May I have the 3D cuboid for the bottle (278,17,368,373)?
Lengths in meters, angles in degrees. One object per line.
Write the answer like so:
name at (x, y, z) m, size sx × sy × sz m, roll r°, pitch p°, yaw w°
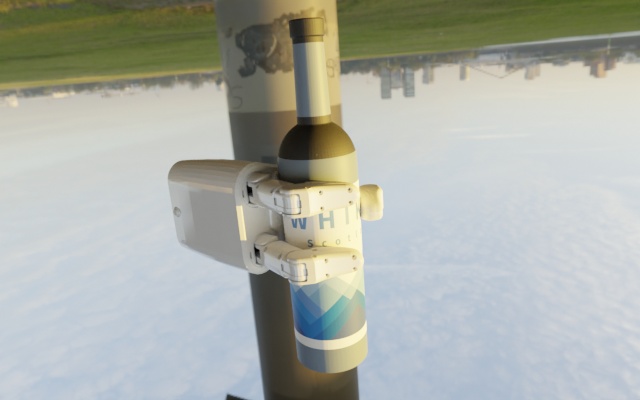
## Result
bottle at (0.000, 0.002, 0.409) m, size 0.069 × 0.296 × 0.069 m, roll -4°, pitch 16°, yaw 1°
